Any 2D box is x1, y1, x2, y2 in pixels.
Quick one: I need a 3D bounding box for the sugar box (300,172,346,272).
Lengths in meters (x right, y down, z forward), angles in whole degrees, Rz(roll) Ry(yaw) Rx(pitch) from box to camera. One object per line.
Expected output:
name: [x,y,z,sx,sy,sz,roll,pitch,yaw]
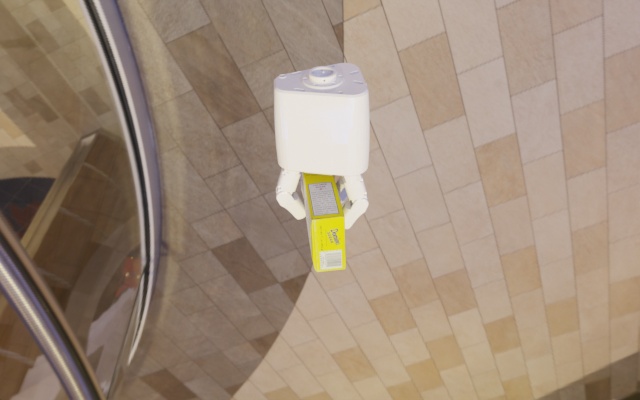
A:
sugar box: [0.001,0.002,0.650,0.048,0.093,0.176,-5,39,-3]
